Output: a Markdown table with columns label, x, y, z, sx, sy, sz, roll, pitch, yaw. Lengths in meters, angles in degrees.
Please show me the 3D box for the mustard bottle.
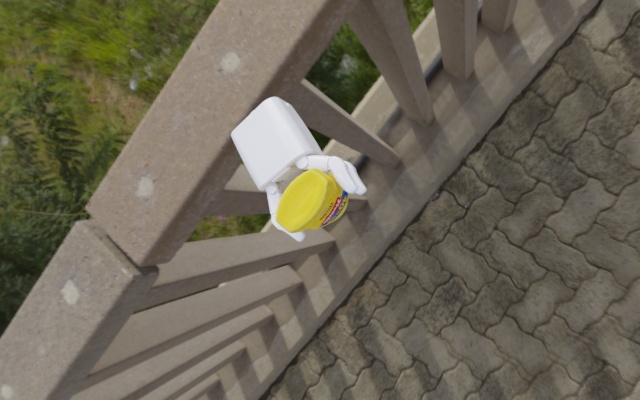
| label | x | y | z | sx | sy | sz | roll | pitch | yaw |
| --- | --- | --- | --- | --- | --- | --- | --- | --- | --- |
| mustard bottle | 0.000 | 0.003 | 0.749 | 0.058 | 0.096 | 0.191 | 37 | 9 | 15 |
